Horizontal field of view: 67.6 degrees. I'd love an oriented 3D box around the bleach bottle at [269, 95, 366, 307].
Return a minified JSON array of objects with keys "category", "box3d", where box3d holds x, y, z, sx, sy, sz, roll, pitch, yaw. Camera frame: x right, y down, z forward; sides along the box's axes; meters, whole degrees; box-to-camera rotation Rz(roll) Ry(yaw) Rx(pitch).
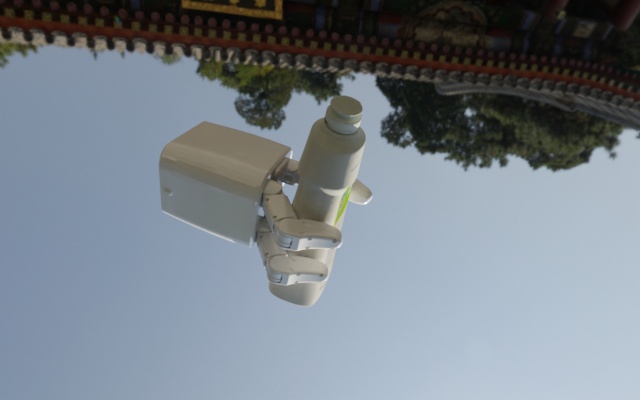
[{"category":"bleach bottle","box3d":[0.000,0.002,0.491,0.068,0.251,0.102,19,44,4]}]
